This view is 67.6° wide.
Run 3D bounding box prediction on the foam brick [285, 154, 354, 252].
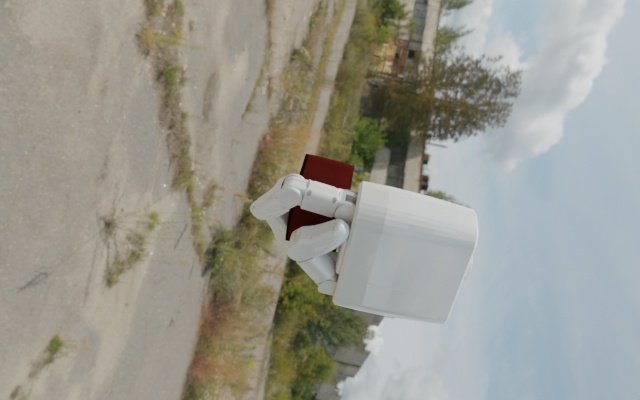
[{"bbox_3d":[0.000,0.001,0.468,0.051,0.053,0.078,12,43,2],"label":"foam brick"}]
